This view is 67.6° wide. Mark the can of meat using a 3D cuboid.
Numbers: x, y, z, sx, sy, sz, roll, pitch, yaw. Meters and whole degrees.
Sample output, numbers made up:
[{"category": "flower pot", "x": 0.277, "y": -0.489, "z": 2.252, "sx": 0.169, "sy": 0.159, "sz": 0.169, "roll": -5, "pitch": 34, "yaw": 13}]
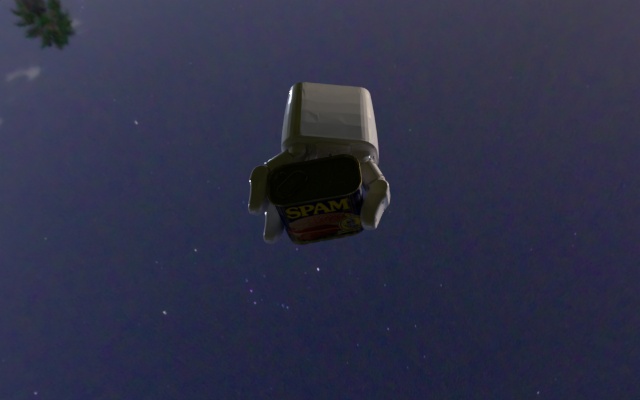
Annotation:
[{"category": "can of meat", "x": 0.000, "y": 0.002, "z": 0.539, "sx": 0.102, "sy": 0.057, "sz": 0.084, "roll": -10, "pitch": -38, "yaw": 6}]
